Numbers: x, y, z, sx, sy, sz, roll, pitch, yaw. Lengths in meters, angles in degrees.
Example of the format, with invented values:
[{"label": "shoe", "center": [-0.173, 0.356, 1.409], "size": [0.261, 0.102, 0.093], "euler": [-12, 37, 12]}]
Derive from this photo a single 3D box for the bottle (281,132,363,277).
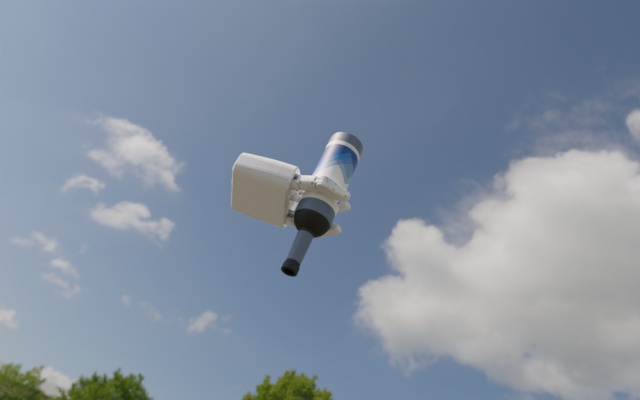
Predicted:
[{"label": "bottle", "center": [0.000, 0.003, 0.830], "size": [0.069, 0.295, 0.069], "euler": [16, -36, 12]}]
